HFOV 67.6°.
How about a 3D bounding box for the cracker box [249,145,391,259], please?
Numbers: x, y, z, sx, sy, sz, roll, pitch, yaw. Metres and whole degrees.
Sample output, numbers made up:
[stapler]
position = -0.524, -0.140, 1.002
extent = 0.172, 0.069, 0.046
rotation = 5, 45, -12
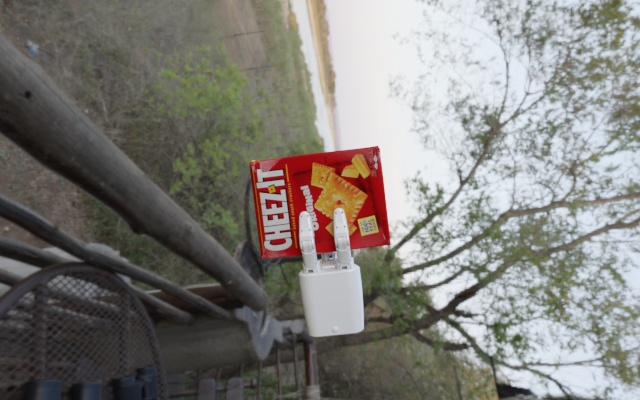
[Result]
[cracker box]
position = 0.000, 0.003, 0.791
extent = 0.214, 0.164, 0.072
rotation = -7, 3, 3
